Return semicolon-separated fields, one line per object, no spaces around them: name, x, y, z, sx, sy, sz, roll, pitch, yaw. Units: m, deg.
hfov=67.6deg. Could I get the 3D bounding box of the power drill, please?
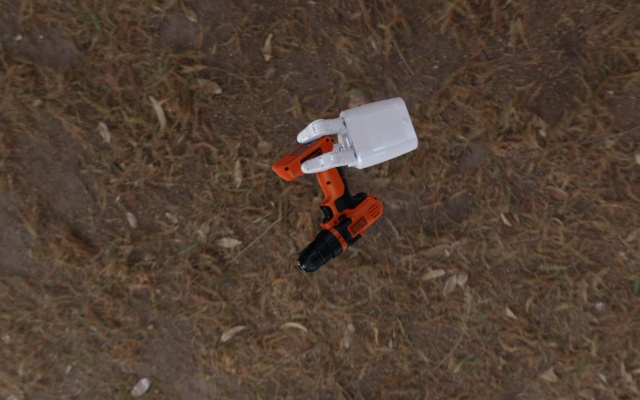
power drill;0.000;0.002;0.791;0.184;0.188;0.057;-40;22;-23
